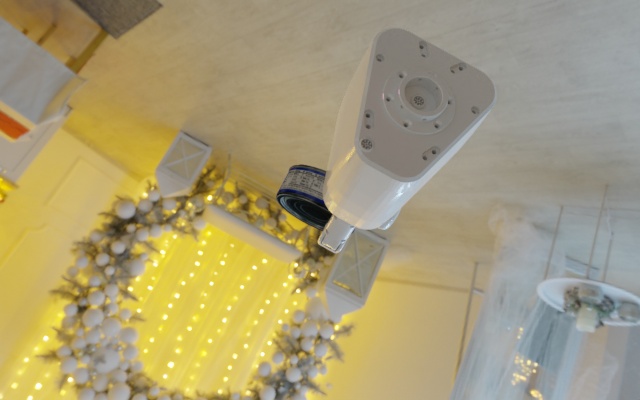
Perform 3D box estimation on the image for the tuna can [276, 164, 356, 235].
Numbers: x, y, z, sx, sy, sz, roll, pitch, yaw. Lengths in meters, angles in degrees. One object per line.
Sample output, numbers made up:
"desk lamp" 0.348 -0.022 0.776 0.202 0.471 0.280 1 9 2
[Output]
"tuna can" 0.000 0.002 0.474 0.086 0.033 0.086 24 -17 8
